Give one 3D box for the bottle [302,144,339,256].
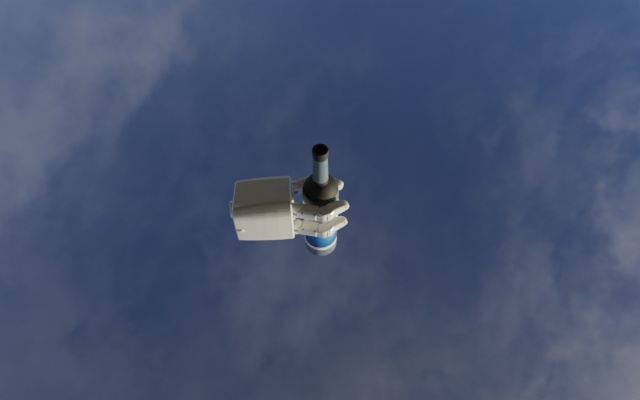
[{"bbox_3d":[0.000,0.003,0.898,0.069,0.069,0.296,0,-36,0],"label":"bottle"}]
